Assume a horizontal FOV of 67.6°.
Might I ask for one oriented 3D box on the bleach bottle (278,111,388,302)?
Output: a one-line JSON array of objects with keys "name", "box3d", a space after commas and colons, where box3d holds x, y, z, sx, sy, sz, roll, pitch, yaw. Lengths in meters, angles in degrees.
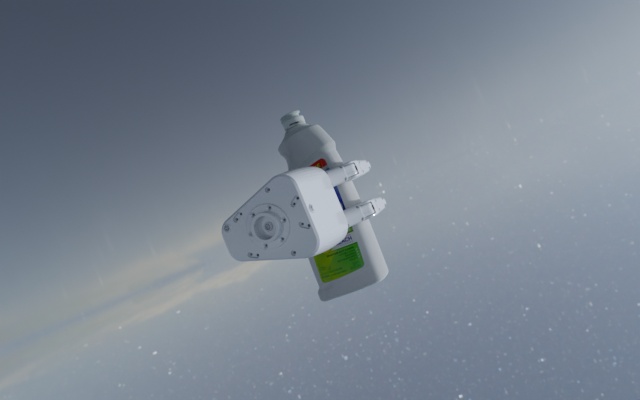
[{"name": "bleach bottle", "box3d": [0.000, 0.002, 0.649, 0.102, 0.251, 0.068, -24, -1, 19]}]
